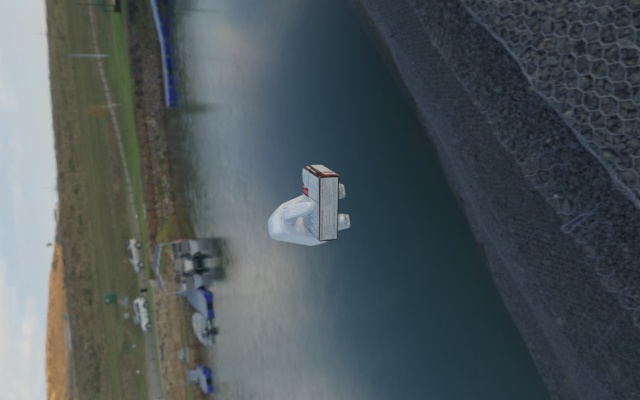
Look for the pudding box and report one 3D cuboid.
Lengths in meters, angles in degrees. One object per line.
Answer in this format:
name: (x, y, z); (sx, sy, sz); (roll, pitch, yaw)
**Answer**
pudding box: (0.000, 0.003, 0.808); (0.039, 0.113, 0.090); (-7, 18, -19)
